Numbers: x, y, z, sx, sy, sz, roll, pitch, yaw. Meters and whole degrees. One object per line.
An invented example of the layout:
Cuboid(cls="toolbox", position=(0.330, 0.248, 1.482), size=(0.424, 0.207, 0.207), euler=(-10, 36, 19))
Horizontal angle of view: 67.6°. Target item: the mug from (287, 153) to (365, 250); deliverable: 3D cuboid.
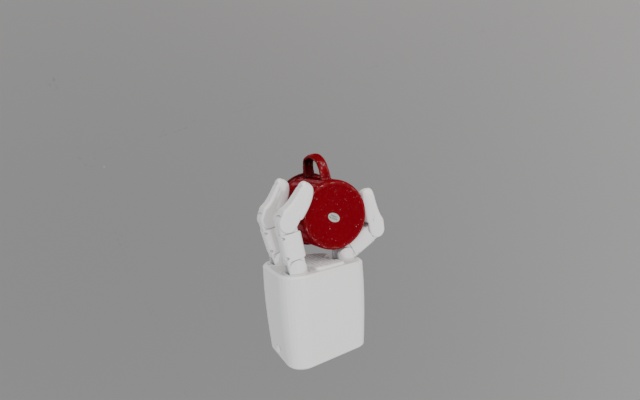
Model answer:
Cuboid(cls="mug", position=(0.000, 0.000, 0.574), size=(0.093, 0.117, 0.081), euler=(-8, 8, -24))
